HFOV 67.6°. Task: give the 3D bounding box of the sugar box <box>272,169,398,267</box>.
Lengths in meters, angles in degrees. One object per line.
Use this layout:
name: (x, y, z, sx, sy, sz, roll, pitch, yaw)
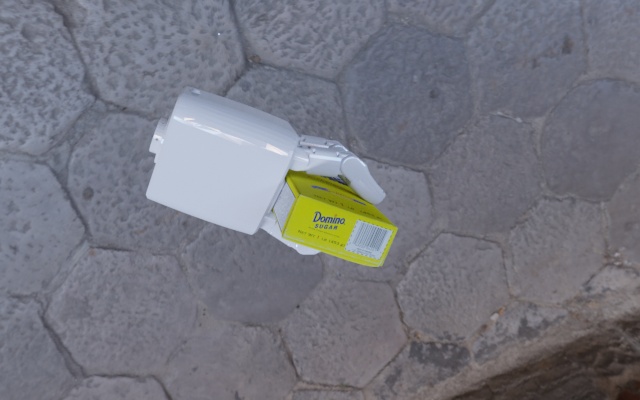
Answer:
sugar box: (0.000, 0.001, 0.467, 0.093, 0.048, 0.176, 20, 14, -17)
